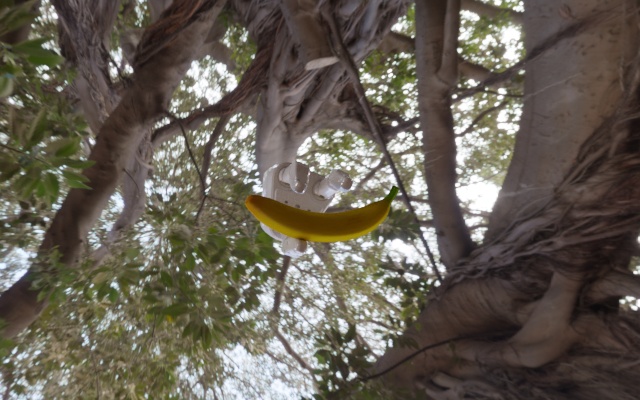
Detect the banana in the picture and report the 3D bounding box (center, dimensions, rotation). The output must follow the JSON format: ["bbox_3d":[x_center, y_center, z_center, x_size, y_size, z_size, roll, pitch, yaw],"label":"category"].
[{"bbox_3d":[0.004,0.020,0.606,0.198,0.069,0.037,-5,7,-15],"label":"banana"}]
